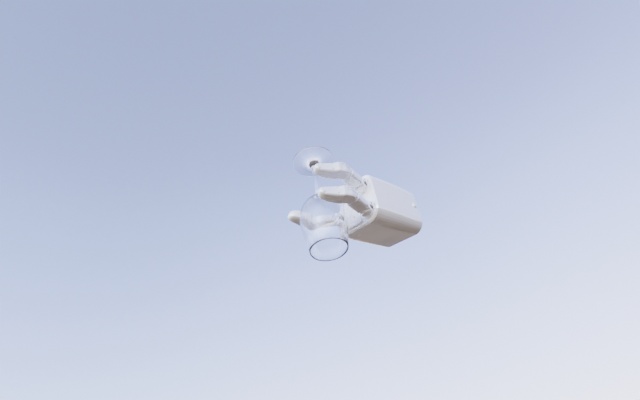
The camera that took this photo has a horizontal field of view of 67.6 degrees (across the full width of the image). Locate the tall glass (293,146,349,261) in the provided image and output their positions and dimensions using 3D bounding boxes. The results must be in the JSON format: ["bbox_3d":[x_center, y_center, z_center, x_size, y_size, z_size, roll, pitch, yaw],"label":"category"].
[{"bbox_3d":[0.000,0.002,0.802,0.079,0.200,0.079,-6,-41,-5],"label":"tall glass"}]
